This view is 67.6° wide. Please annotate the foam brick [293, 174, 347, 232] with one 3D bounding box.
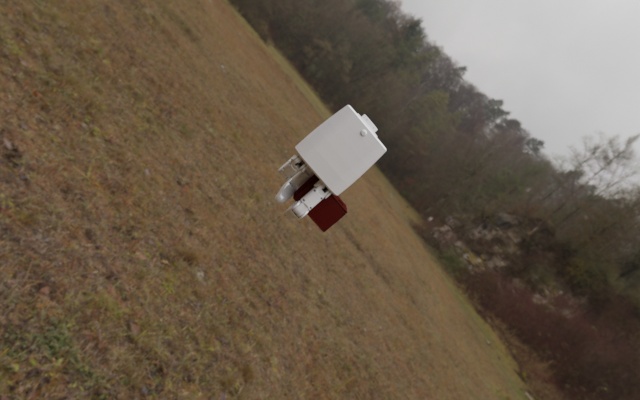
[{"bbox_3d":[0.000,0.003,0.774,0.051,0.078,0.053,-40,9,8],"label":"foam brick"}]
